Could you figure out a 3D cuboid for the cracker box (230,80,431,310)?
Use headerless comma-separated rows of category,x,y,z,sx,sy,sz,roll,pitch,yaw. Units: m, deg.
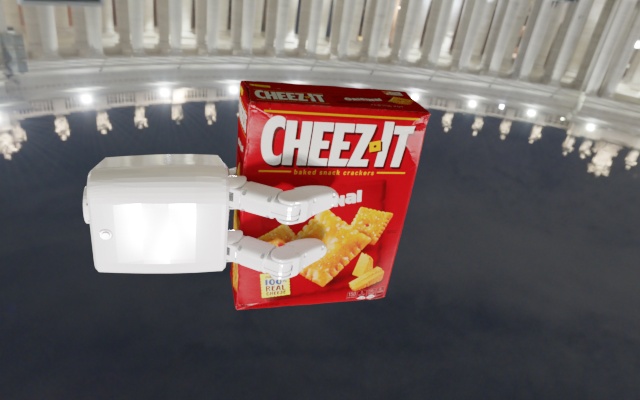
cracker box,0.000,0.002,0.467,0.164,0.214,0.072,0,29,-16
